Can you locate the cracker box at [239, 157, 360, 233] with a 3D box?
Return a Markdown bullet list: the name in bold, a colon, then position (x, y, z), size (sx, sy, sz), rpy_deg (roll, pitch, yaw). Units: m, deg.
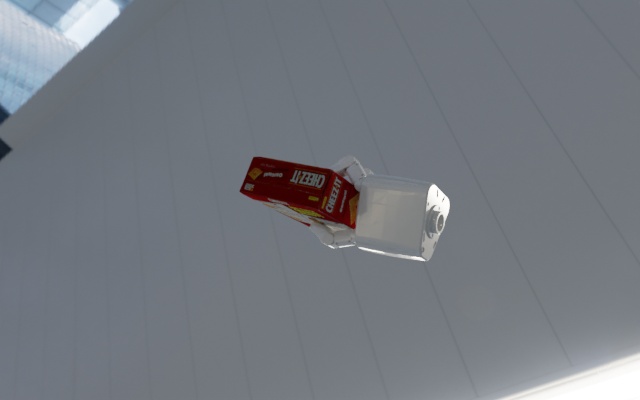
- **cracker box**: position (0.000, 0.003, 0.796), size (0.164, 0.072, 0.214), rpy_deg (12, -12, 36)
